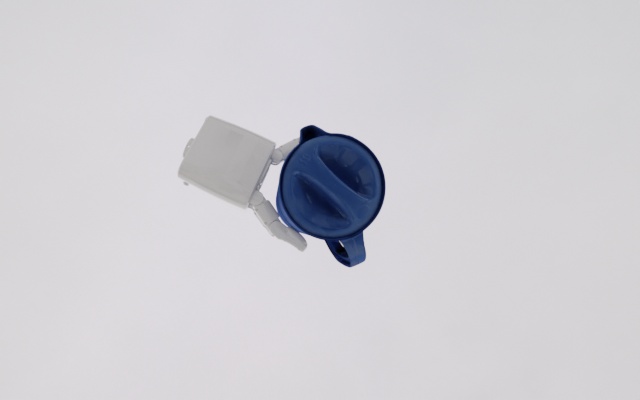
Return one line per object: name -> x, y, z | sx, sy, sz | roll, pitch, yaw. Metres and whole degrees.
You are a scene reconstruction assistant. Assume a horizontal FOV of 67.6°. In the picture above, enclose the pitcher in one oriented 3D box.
pitcher -> 0.000, 0.002, 0.691 | 0.145, 0.149, 0.243 | 23, -8, -7
